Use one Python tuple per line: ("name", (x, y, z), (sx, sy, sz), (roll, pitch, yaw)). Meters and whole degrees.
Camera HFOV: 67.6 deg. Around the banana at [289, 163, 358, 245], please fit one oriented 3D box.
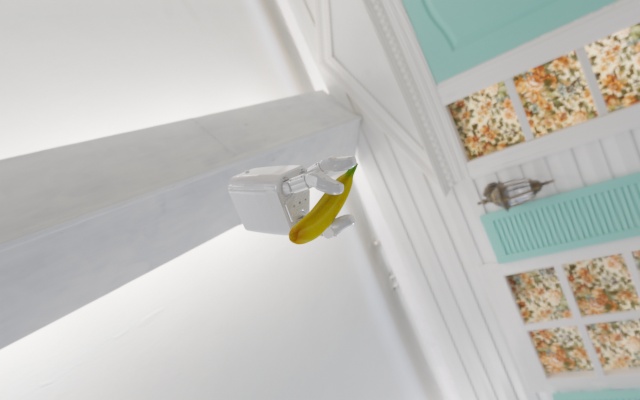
("banana", (0.002, 0.014, 0.739), (0.037, 0.070, 0.197), (19, 45, 20))
